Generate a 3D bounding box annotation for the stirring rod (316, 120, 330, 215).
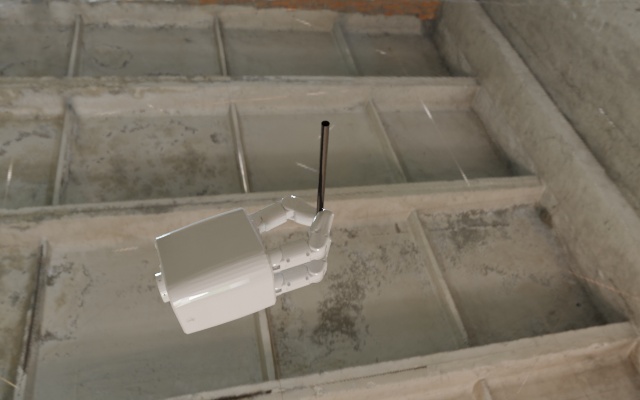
[{"bbox_3d":[0.000,0.002,0.534,0.011,0.011,0.240,0,-37,-3],"label":"stirring rod"}]
